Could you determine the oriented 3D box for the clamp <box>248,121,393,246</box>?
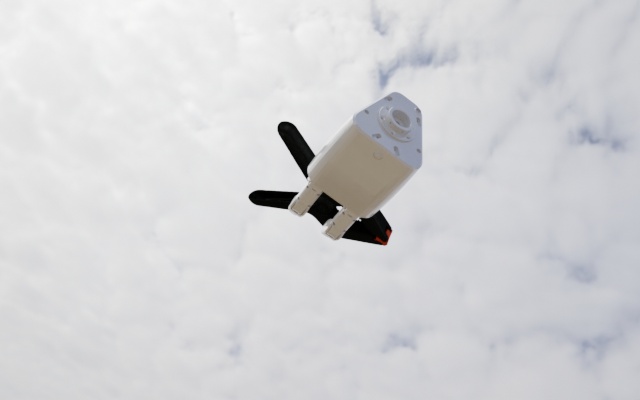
[{"bbox_3d":[0.001,0.002,0.658,0.210,0.036,0.165,36,-41,-6],"label":"clamp"}]
